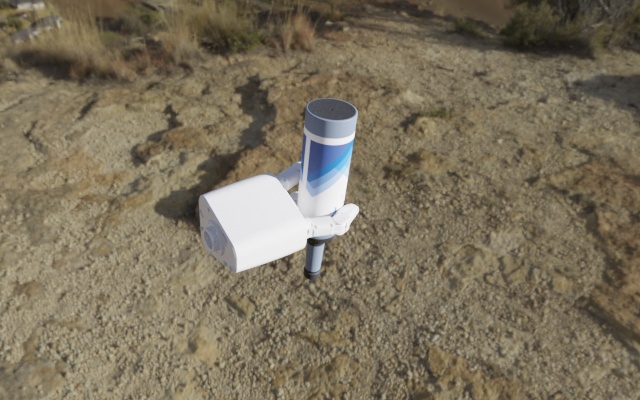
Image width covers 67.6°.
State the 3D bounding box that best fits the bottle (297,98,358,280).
[{"bbox_3d":[0.000,0.002,0.692,0.069,0.296,0.069,5,36,-3],"label":"bottle"}]
